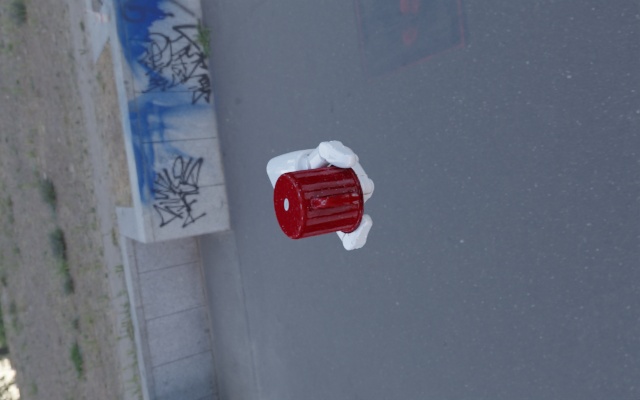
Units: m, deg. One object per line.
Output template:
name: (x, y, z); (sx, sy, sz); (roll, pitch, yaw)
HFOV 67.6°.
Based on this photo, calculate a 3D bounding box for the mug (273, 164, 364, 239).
mug: (0.001, 0.002, 0.574); (0.081, 0.093, 0.117); (-9, 5, -29)
